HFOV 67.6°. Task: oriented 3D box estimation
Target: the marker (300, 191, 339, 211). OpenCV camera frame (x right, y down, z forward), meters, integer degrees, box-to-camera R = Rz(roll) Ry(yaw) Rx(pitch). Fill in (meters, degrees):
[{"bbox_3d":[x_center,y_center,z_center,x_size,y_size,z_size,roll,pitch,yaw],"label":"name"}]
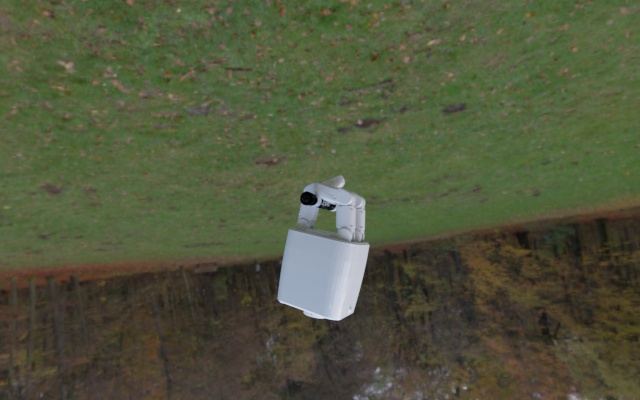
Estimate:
[{"bbox_3d":[0.000,0.002,0.676,0.020,0.020,0.121,0,-5,19],"label":"marker"}]
